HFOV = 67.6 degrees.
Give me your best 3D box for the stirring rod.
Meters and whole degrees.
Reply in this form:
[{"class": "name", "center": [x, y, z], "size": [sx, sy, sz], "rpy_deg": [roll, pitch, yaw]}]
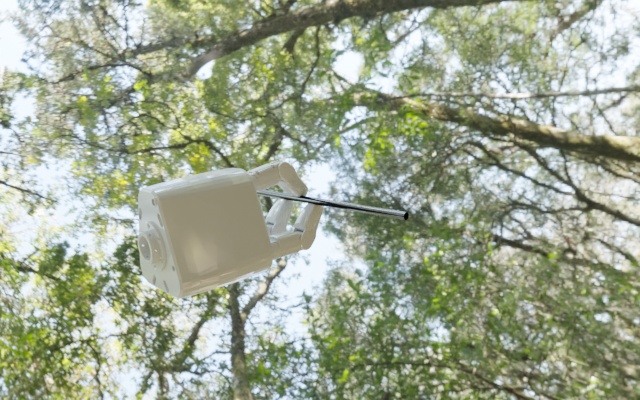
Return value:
[{"class": "stirring rod", "center": [0.000, 0.002, 0.545], "size": [0.011, 0.011, 0.239], "rpy_deg": [0, 6, -44]}]
